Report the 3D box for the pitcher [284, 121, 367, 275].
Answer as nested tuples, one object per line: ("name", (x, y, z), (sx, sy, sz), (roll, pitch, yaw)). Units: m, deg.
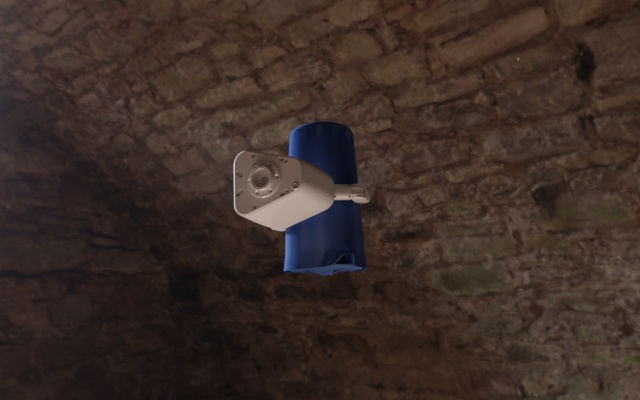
("pitcher", (0.000, 0.003, 0.796), (0.149, 0.242, 0.145), (-6, -13, 22))
